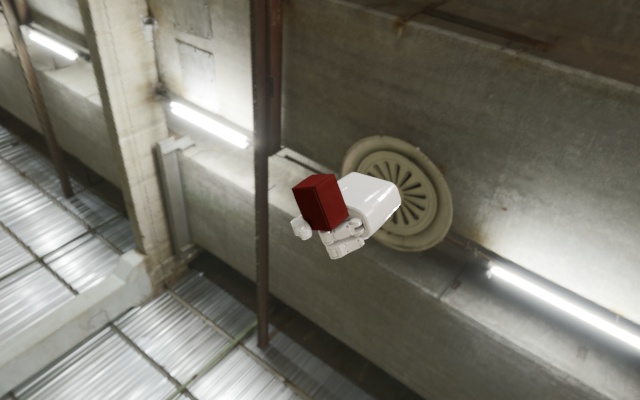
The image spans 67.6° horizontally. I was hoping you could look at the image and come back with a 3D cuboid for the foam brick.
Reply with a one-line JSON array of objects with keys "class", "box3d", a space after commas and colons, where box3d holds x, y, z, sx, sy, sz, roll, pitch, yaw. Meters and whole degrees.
[{"class": "foam brick", "box3d": [0.000, 0.002, 0.749, 0.053, 0.078, 0.051, 1, 30, 45]}]
